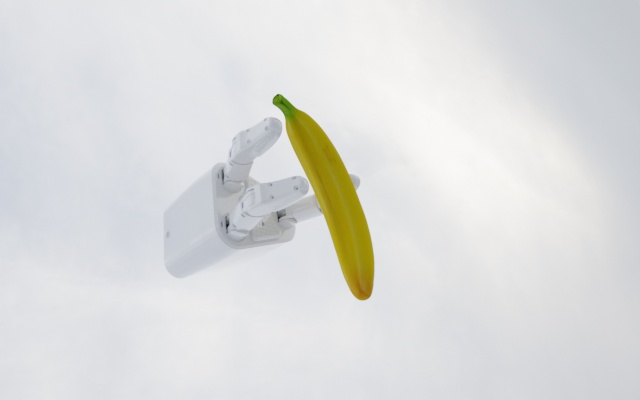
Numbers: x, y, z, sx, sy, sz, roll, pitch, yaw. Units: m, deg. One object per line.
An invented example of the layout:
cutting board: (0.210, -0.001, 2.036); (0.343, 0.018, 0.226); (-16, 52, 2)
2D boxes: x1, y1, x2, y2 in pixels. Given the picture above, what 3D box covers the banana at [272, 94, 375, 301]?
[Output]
banana: (0.008, -0.004, 0.448); (0.037, 0.198, 0.069); (-29, -7, 31)
